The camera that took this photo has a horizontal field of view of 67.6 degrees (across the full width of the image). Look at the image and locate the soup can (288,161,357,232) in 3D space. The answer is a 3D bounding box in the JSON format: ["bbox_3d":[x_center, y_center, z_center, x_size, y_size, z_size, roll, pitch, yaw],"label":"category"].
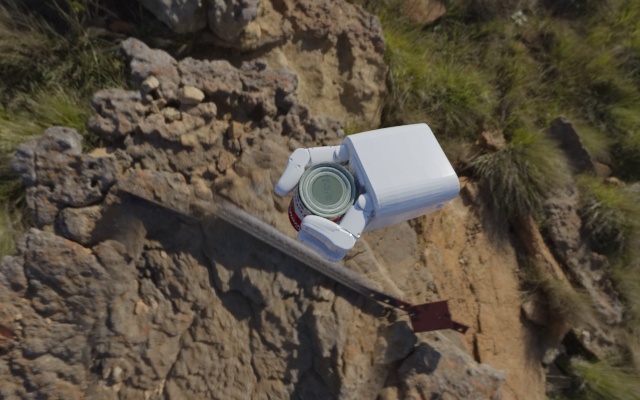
[{"bbox_3d":[0.000,0.002,0.570,0.068,0.068,0.102,0,-16,-10],"label":"soup can"}]
